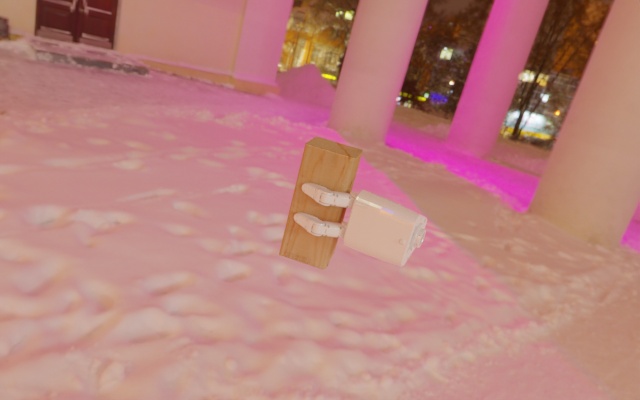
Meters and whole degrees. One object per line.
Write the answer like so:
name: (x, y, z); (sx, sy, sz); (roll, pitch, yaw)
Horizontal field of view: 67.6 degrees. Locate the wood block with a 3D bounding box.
wood block: (0.001, 0.003, 0.845); (0.090, 0.206, 0.090); (17, 18, 8)
